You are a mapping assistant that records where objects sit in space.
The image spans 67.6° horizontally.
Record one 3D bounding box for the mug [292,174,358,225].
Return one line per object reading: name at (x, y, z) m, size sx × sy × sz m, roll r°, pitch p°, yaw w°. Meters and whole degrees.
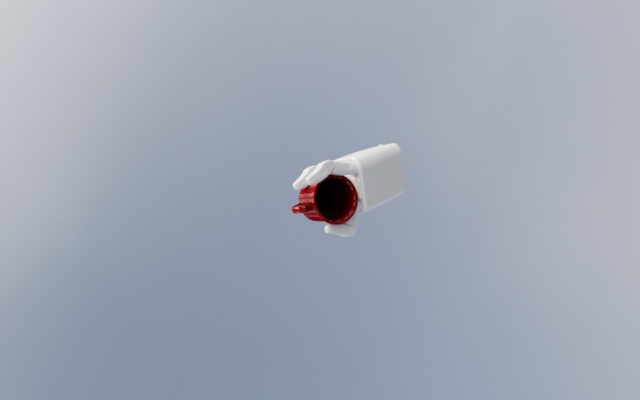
mug at (-0.001, 0.003, 0.891) m, size 0.117 × 0.093 × 0.081 m, roll -21°, pitch 7°, yaw -27°
